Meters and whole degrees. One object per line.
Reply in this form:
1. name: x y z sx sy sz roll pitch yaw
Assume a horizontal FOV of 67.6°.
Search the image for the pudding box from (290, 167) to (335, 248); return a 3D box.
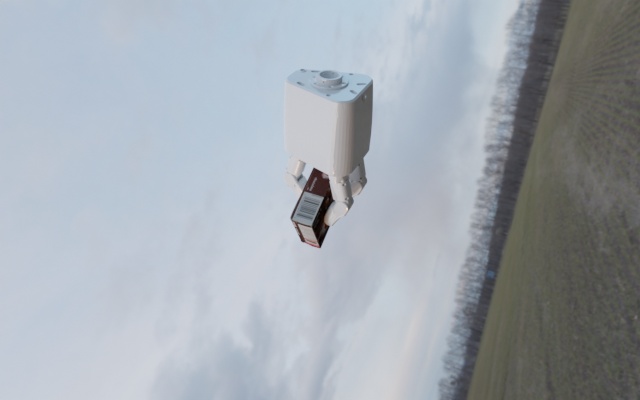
1. pudding box: 0.000 0.002 0.706 0.039 0.113 0.090 19 -21 18
